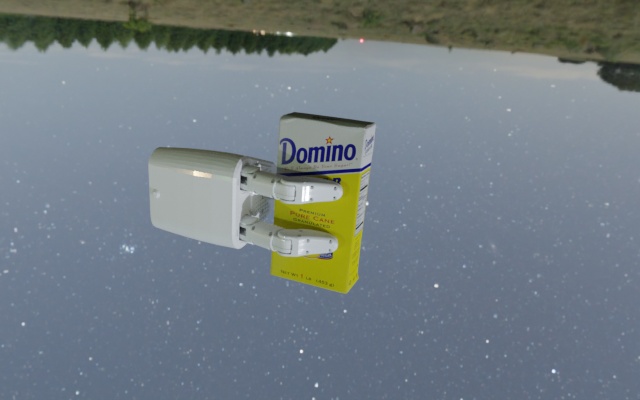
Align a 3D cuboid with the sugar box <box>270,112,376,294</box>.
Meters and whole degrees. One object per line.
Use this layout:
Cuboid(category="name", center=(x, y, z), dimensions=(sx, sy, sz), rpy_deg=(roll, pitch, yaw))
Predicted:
Cuboid(category="sugar box", center=(0.000, 0.002, 0.500), dimensions=(0.093, 0.176, 0.048), rpy_deg=(10, 21, 18))
